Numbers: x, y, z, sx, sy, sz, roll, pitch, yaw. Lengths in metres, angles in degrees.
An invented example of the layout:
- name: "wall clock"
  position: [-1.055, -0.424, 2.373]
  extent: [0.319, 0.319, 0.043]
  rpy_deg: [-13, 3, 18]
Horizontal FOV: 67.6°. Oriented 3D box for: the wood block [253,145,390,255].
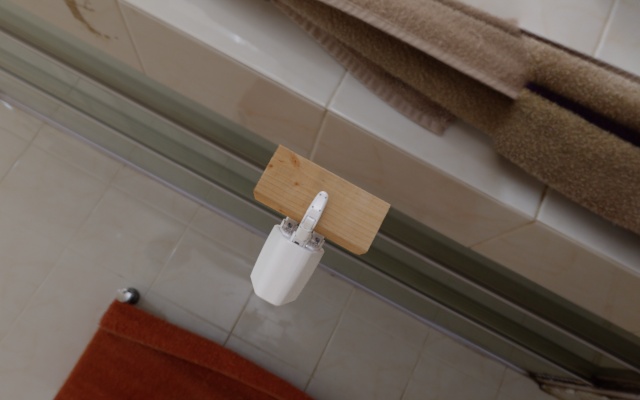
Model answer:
- name: "wood block"
  position: [0.000, 0.003, 0.805]
  extent: [0.206, 0.090, 0.091]
  rpy_deg: [28, -10, -1]
